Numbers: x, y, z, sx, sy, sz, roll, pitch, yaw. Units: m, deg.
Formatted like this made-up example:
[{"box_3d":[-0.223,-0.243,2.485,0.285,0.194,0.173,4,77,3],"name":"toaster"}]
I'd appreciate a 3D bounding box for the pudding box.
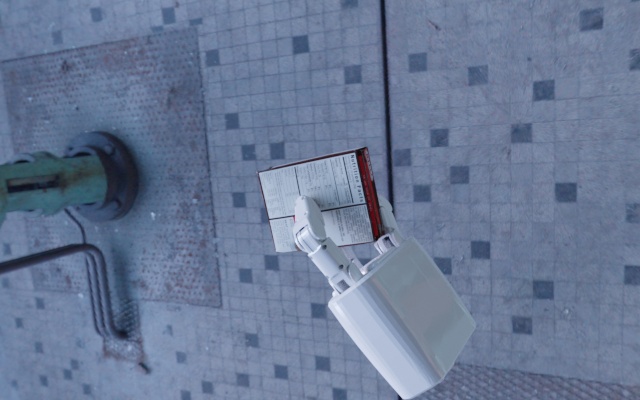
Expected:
[{"box_3d":[0.000,0.002,0.472,0.113,0.090,0.039,-10,5,23],"name":"pudding box"}]
